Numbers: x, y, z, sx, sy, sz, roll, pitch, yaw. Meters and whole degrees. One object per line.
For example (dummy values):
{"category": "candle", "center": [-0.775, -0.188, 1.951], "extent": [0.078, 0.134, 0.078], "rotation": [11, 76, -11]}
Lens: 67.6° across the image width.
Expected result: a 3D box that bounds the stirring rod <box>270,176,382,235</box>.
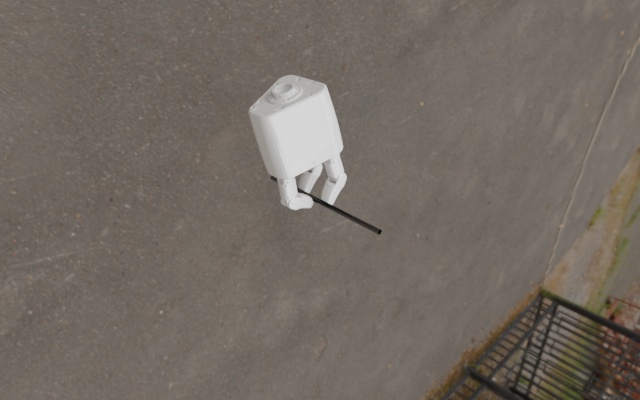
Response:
{"category": "stirring rod", "center": [0.000, 0.002, 0.748], "extent": [0.239, 0.011, 0.011], "rotation": [27, 17, 39]}
